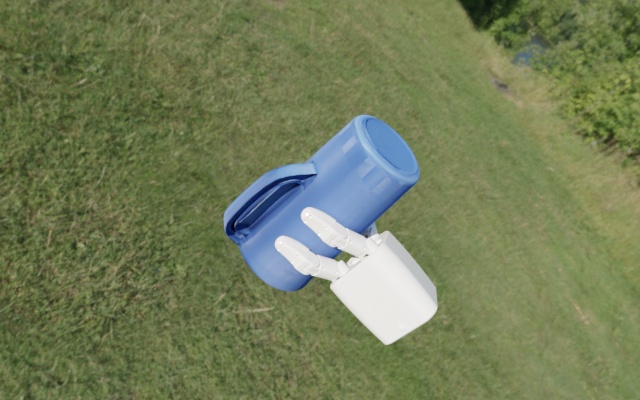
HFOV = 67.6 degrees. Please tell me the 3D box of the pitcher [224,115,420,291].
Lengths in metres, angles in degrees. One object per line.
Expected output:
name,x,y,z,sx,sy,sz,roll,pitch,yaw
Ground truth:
pitcher,0.000,0.002,0.621,0.243,0.145,0.149,-43,-3,30
